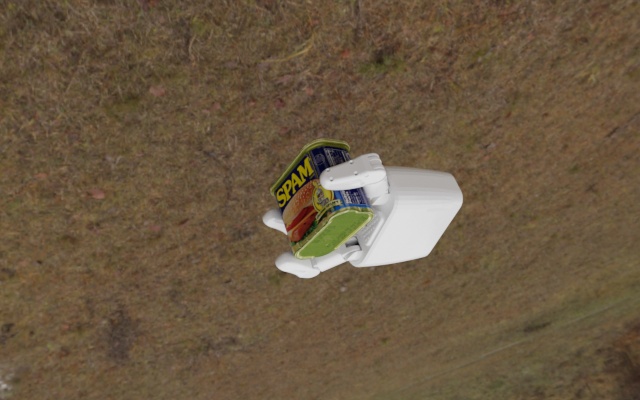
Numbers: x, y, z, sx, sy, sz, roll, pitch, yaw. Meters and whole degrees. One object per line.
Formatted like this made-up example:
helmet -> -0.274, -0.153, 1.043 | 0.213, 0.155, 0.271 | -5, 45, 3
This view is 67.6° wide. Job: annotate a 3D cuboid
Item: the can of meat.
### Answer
can of meat -> 0.000, 0.002, 0.489 | 0.057, 0.084, 0.102 | 2, -34, -38
